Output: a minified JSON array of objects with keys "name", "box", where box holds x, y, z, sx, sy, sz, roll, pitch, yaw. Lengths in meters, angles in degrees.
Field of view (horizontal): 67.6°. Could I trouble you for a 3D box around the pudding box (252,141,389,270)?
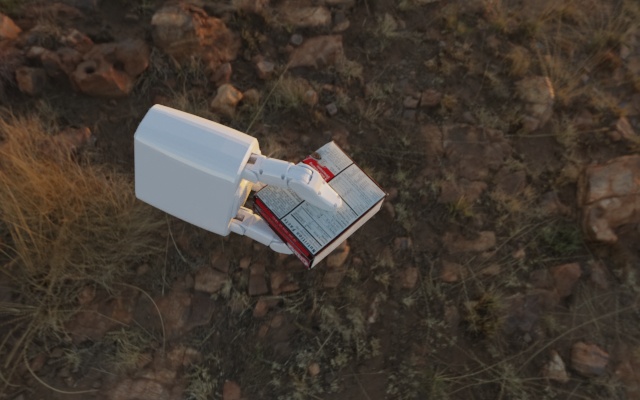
[{"name":"pudding box","box":[0.000,0.002,0.494,0.113,0.090,0.039,-38,-14,-23]}]
